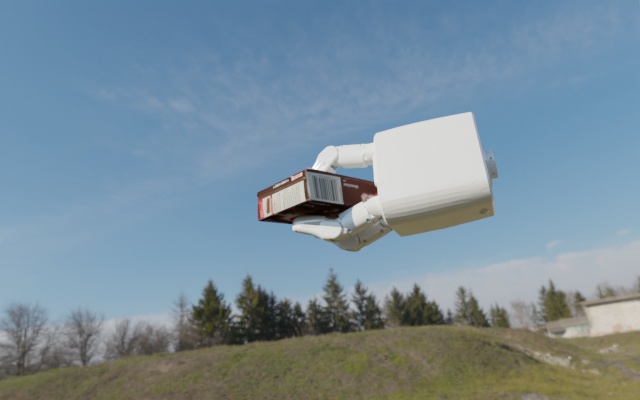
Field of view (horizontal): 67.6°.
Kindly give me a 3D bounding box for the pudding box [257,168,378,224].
[{"bbox_3d":[0.000,0.002,0.532,0.113,0.039,0.090,11,-23,-40],"label":"pudding box"}]
